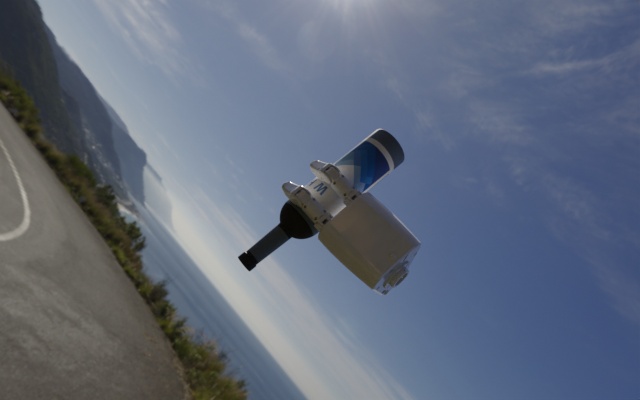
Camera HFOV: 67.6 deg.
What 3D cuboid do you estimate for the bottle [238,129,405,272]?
[{"bbox_3d":[0.000,0.002,0.721,0.295,0.069,0.069,-39,12,-16],"label":"bottle"}]
